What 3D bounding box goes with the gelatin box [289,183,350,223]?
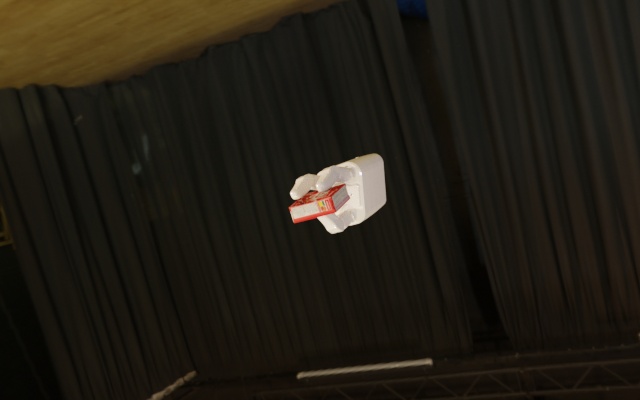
[{"bbox_3d":[0.000,0.003,0.764,0.073,0.030,0.089,-14,11,22],"label":"gelatin box"}]
